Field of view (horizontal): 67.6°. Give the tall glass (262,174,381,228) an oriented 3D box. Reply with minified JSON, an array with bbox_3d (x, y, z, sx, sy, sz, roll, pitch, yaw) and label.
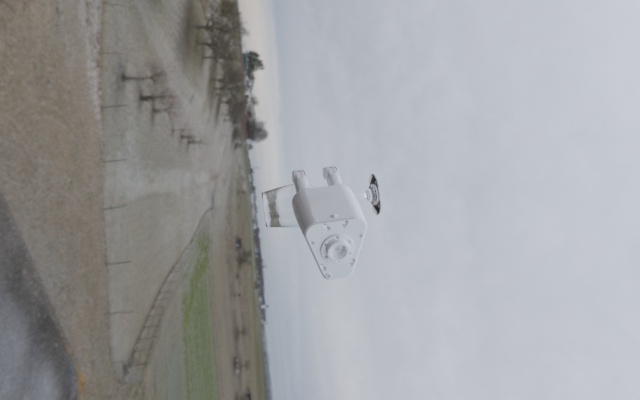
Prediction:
[{"bbox_3d":[0.001,0.003,0.840,0.201,0.079,0.079,-8,1,-8],"label":"tall glass"}]
